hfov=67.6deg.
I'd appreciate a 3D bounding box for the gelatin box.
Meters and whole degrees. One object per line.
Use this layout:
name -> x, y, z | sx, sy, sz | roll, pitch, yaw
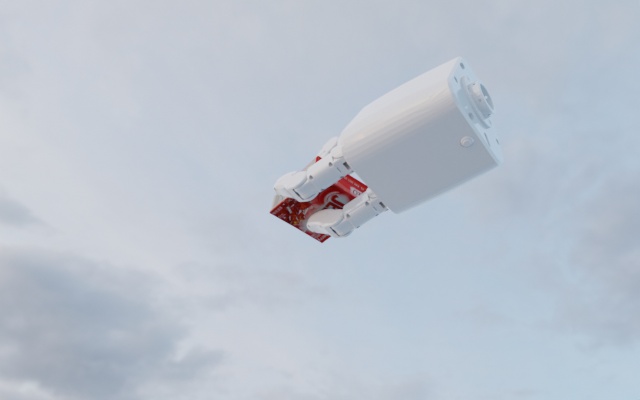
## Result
gelatin box -> 0.000, 0.001, 0.508 | 0.073, 0.030, 0.089 | 31, -45, -21
